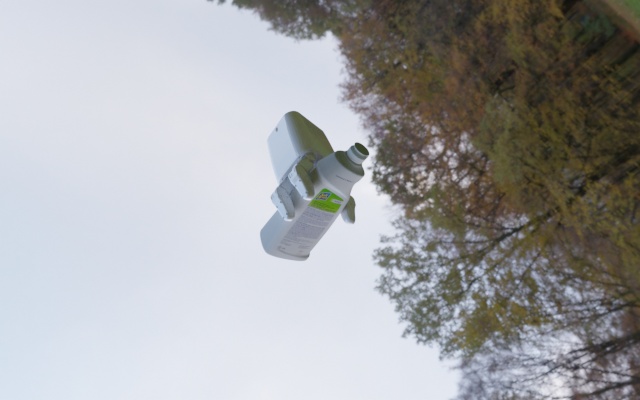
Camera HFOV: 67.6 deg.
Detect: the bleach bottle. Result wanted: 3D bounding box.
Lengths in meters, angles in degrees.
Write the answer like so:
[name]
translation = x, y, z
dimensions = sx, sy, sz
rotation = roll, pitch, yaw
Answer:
[bleach bottle]
translation = 0.000, 0.003, 0.795
dimensions = 0.102, 0.068, 0.251
rotation = 14, -48, -36
